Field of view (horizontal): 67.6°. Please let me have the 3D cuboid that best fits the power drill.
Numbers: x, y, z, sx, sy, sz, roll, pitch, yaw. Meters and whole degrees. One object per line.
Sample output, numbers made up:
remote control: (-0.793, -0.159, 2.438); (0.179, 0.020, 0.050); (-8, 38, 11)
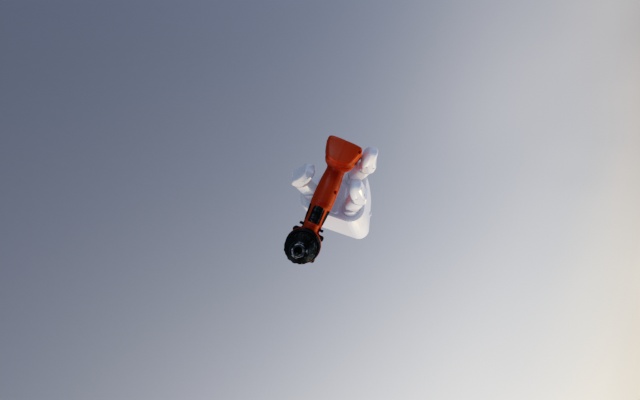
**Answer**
power drill: (0.000, 0.002, 0.699); (0.057, 0.187, 0.184); (24, 0, 0)
